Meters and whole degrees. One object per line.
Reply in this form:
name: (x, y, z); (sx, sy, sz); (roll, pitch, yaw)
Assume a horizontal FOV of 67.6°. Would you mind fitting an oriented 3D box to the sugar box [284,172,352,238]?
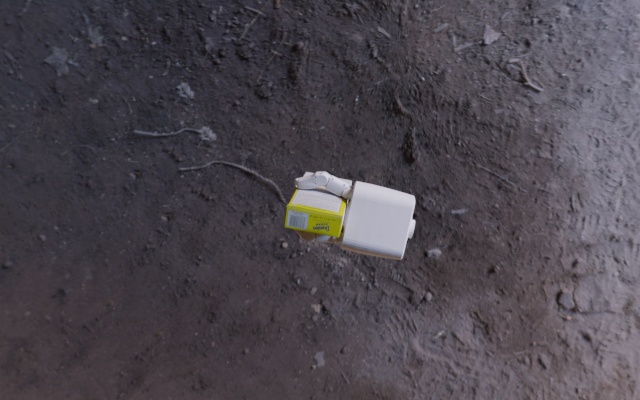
sugar box: (0.000, 0.003, 0.830); (0.093, 0.048, 0.176); (11, 20, 5)
